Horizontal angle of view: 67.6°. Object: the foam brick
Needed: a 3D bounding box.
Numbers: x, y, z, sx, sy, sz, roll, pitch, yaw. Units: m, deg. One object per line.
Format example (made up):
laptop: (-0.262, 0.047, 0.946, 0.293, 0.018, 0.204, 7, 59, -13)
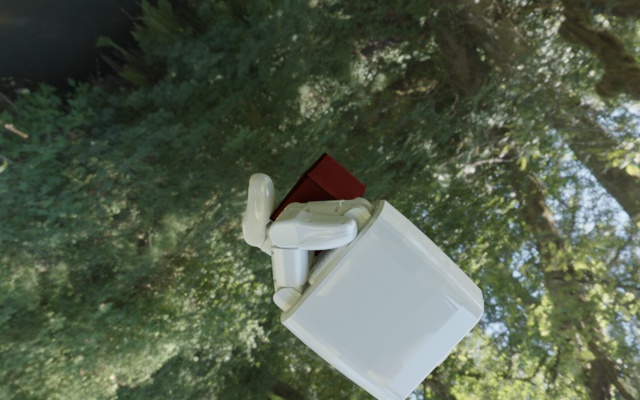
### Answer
foam brick: (0.000, 0.001, 0.413, 0.051, 0.053, 0.078, 39, 23, -2)
